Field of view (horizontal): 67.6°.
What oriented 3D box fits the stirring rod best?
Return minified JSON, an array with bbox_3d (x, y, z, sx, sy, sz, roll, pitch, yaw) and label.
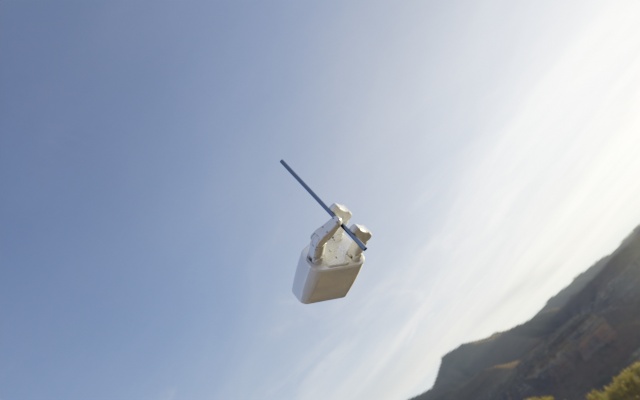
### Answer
[{"bbox_3d":[0.000,0.003,0.825,0.011,0.011,0.239,0,39,-51],"label":"stirring rod"}]
